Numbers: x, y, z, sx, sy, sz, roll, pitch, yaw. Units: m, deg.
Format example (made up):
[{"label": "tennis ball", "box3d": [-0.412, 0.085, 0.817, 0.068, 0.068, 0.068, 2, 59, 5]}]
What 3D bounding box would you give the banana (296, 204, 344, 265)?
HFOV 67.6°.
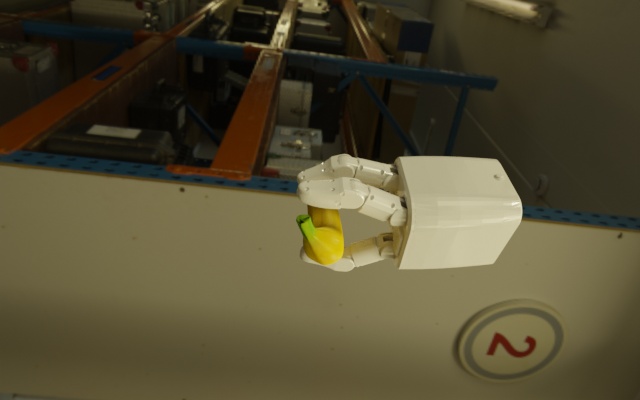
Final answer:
[{"label": "banana", "box3d": [0.003, 0.020, 0.495, 0.037, 0.070, 0.197, -8, 14, 2]}]
